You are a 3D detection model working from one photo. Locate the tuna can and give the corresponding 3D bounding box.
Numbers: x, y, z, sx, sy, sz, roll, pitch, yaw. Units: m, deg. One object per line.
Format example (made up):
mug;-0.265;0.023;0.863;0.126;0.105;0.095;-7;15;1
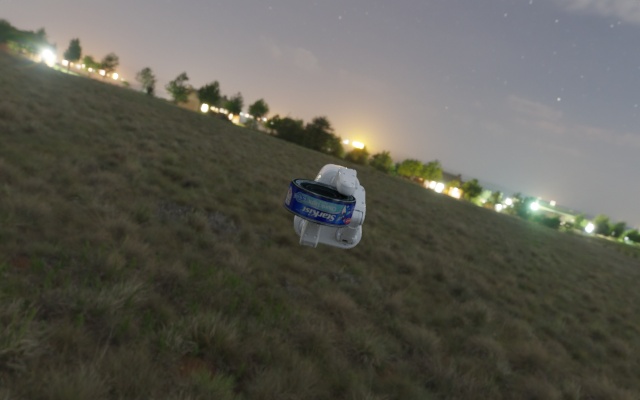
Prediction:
tuna can;0.000;0.001;0.589;0.086;0.034;0.086;16;12;-4
